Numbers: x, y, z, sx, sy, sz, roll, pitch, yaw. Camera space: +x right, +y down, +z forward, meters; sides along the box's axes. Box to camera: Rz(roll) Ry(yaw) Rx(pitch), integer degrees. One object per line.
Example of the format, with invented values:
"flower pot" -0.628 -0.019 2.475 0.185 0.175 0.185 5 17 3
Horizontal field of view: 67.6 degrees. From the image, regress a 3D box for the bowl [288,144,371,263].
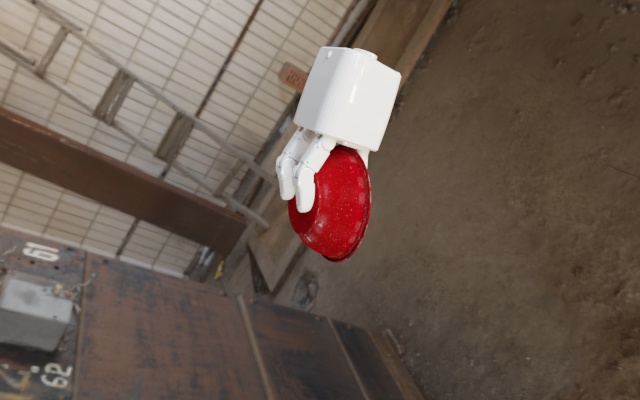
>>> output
"bowl" 0.000 0.003 0.640 0.055 0.162 0.162 4 -2 -29
